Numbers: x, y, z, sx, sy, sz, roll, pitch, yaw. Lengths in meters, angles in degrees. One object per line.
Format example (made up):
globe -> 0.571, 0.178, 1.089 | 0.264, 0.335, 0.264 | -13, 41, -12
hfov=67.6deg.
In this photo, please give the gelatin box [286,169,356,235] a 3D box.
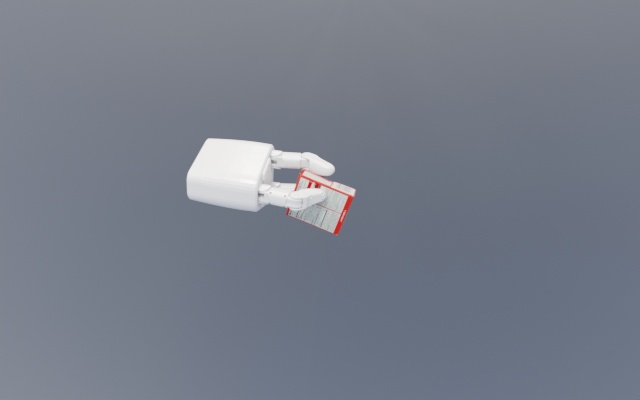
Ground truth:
gelatin box -> 0.000, 0.003, 0.732 | 0.089, 0.073, 0.030 | 22, 27, 3
